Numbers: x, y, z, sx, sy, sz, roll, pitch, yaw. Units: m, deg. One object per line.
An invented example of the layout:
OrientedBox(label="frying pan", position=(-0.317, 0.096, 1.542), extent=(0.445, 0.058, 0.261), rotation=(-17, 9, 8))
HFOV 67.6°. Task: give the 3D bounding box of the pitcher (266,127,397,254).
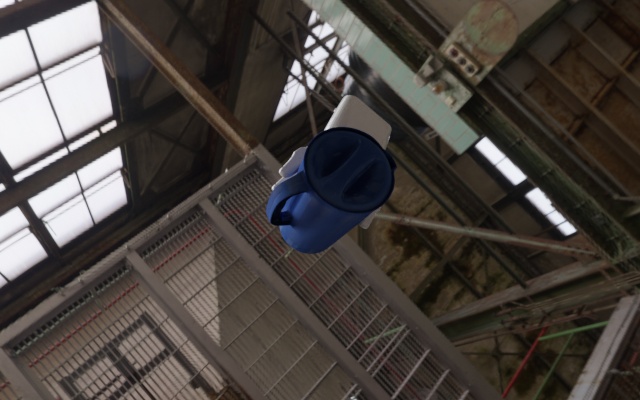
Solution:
OrientedBox(label="pitcher", position=(0.000, 0.002, 0.751), extent=(0.149, 0.145, 0.243), rotation=(26, -29, -5))
